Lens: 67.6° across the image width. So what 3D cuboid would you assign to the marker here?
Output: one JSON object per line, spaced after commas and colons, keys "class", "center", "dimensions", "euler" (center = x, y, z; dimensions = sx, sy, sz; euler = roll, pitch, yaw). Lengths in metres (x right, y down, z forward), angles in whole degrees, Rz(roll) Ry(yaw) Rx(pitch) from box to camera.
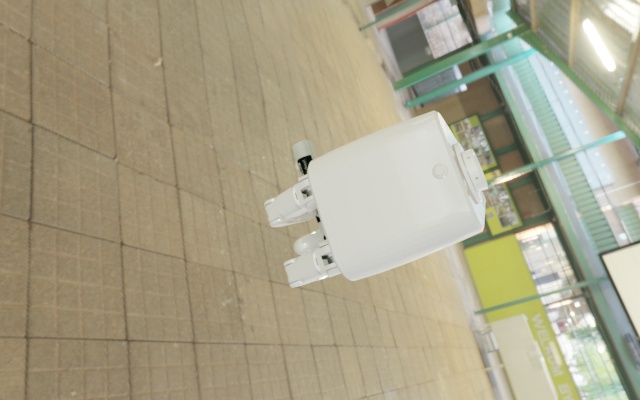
{"class": "marker", "center": [0.000, 0.002, 0.452], "dimensions": [0.020, 0.121, 0.020], "euler": [-17, -11, -4]}
